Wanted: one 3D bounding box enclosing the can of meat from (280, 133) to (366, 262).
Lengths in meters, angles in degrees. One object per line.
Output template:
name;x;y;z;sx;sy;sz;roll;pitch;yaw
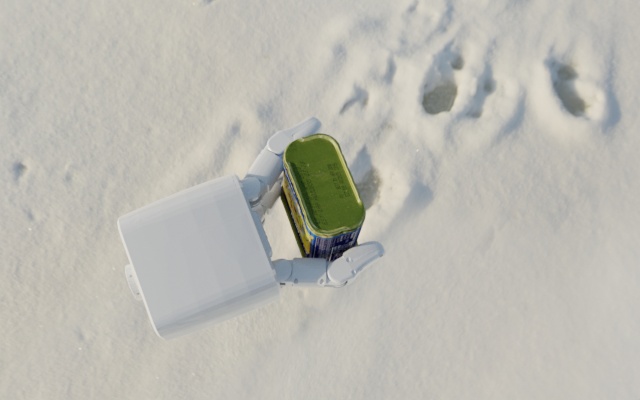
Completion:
can of meat;0.000;0.001;0.439;0.057;0.102;0.084;-17;-23;-11
